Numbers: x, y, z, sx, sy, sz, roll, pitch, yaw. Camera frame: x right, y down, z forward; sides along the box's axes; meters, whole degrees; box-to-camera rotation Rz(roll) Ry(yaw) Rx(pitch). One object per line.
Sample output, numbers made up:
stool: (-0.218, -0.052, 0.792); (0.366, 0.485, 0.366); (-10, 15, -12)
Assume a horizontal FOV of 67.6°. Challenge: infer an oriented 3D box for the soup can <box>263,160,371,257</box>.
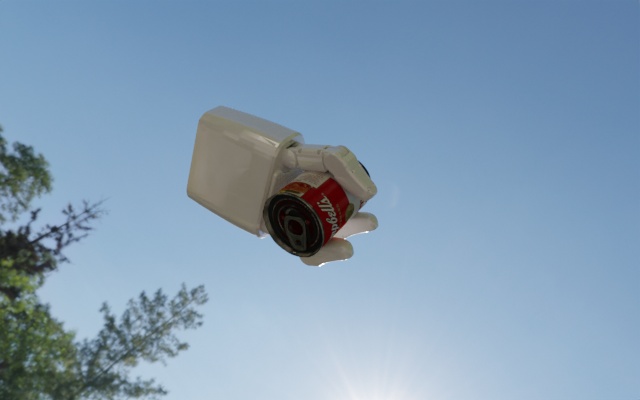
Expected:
soup can: (0.001, 0.002, 0.477); (0.068, 0.068, 0.102); (0, 26, 36)
